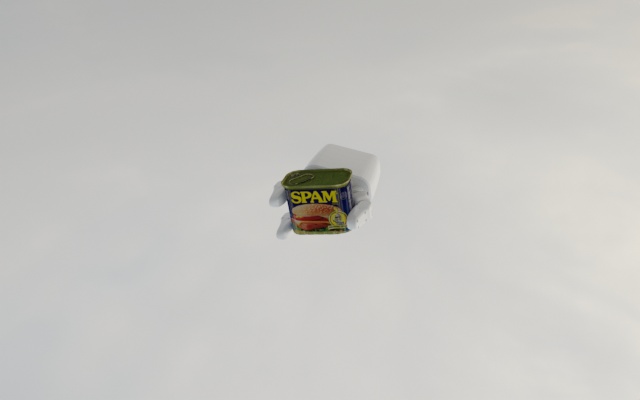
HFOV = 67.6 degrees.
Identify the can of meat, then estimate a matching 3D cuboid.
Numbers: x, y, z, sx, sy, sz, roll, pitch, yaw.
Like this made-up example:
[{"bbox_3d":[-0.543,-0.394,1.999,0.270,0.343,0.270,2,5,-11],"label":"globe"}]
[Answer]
[{"bbox_3d":[0.000,0.003,0.708,0.102,0.084,0.057,-1,28,15],"label":"can of meat"}]
